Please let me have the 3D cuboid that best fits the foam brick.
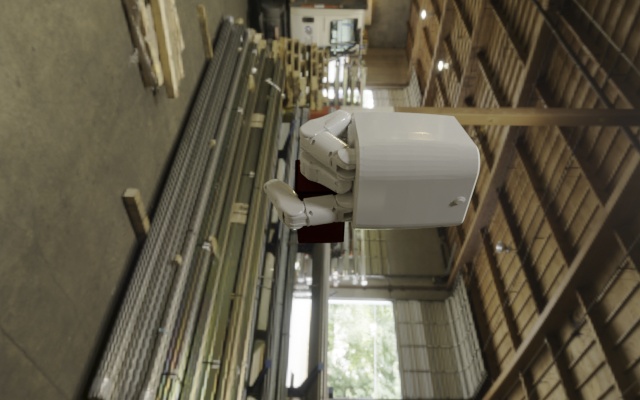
[{"bbox_3d":[0.000,0.002,0.501,0.051,0.053,0.078,-1,-44,-1],"label":"foam brick"}]
